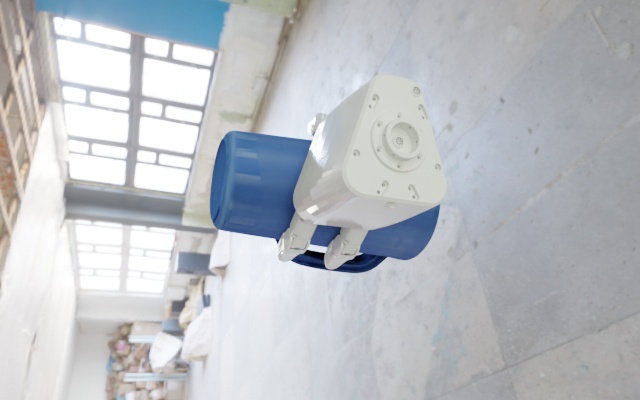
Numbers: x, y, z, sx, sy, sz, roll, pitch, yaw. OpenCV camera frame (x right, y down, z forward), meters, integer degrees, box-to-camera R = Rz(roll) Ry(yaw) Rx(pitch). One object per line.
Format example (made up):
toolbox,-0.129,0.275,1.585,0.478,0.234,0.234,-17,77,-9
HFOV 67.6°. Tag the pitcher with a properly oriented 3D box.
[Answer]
pitcher,0.000,0.002,0.553,0.243,0.149,0.145,8,-13,-21
